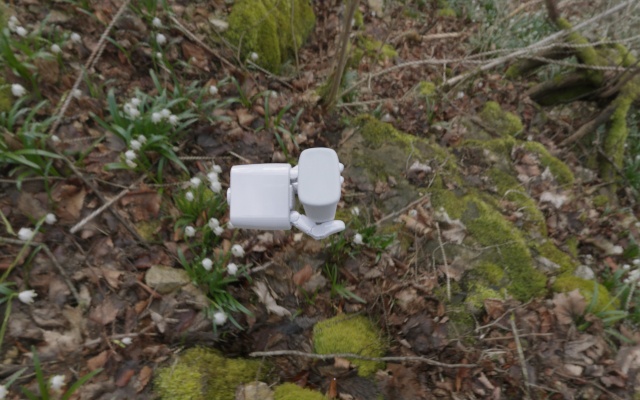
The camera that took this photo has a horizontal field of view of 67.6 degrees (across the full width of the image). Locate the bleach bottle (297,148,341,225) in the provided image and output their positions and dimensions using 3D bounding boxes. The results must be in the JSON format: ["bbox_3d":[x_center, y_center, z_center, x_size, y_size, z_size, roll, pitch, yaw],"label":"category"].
[{"bbox_3d":[0.000,0.003,0.856,0.068,0.102,0.251,-1,-20,1],"label":"bleach bottle"}]
